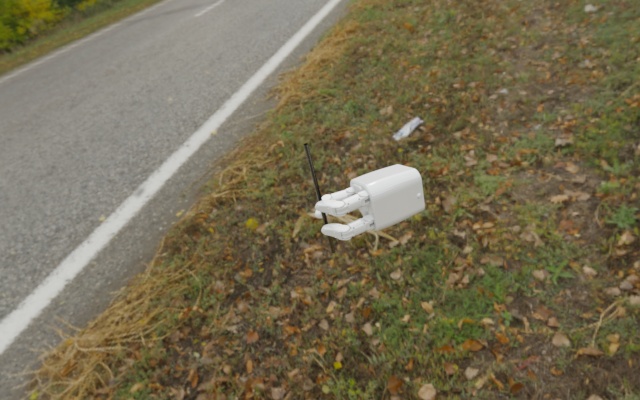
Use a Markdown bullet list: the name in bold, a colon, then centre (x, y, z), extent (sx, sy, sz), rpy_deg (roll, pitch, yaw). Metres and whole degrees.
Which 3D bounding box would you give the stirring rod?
- **stirring rod**: centre (0.000, 0.003, 0.882), extent (0.011, 0.240, 0.011), rpy_deg (-10, 32, 7)
